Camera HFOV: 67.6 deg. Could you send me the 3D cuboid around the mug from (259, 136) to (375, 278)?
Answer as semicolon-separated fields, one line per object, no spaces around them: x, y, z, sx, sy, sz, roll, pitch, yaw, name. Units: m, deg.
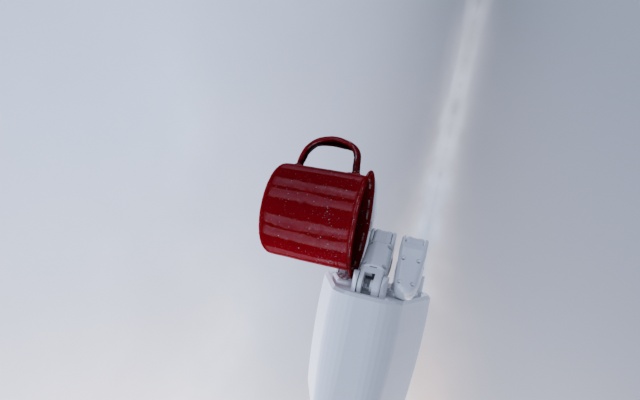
0.000;0.000;0.414;0.081;0.117;0.093;11;-1;13;mug
